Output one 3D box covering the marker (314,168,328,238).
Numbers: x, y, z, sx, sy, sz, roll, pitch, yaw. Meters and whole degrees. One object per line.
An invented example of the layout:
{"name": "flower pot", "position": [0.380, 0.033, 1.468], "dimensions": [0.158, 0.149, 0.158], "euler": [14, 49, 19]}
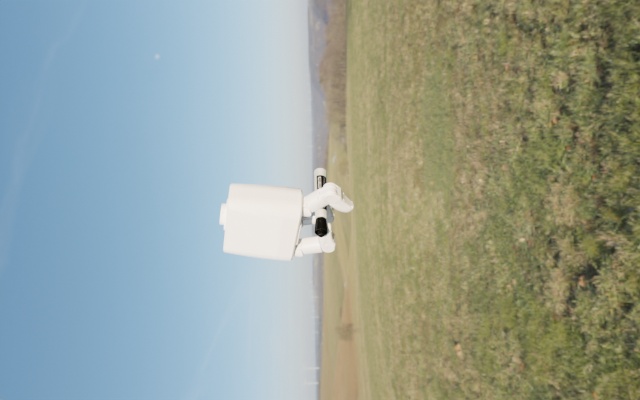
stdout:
{"name": "marker", "position": [0.000, 0.002, 0.708], "dimensions": [0.020, 0.121, 0.020], "euler": [0, -38, 0]}
